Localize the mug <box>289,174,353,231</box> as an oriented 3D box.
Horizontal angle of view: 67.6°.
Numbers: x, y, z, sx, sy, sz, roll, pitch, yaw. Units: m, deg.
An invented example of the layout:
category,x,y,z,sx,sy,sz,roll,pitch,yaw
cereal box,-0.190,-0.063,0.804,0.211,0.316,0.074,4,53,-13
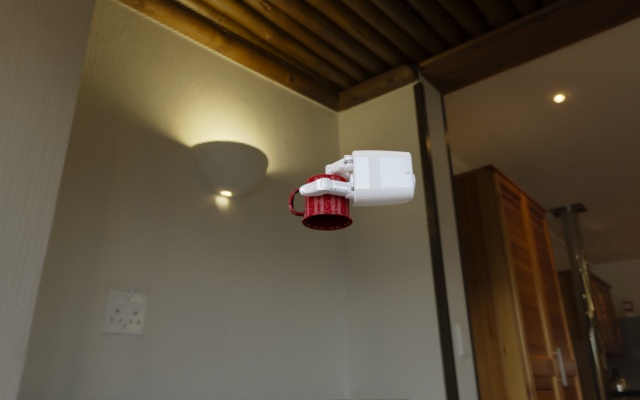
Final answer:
category,x,y,z,sx,sy,sz,roll,pitch,yaw
mug,-0.001,0.003,0.883,0.117,0.081,0.093,0,-22,-1
